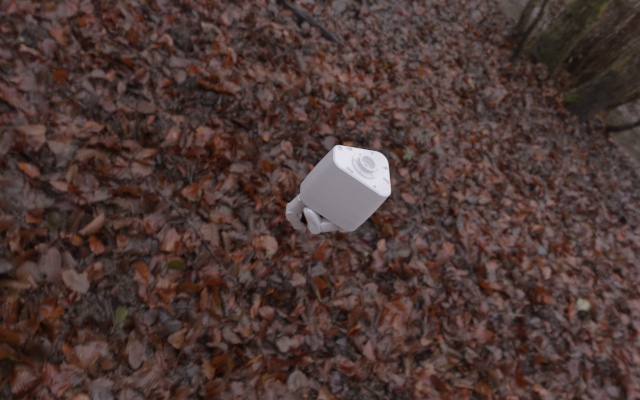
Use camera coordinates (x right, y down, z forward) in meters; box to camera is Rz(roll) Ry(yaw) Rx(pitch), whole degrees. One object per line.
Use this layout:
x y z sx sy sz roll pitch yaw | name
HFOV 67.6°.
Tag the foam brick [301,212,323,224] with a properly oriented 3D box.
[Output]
0.000 0.003 0.847 0.053 0.078 0.051 20 -42 -23 | foam brick
